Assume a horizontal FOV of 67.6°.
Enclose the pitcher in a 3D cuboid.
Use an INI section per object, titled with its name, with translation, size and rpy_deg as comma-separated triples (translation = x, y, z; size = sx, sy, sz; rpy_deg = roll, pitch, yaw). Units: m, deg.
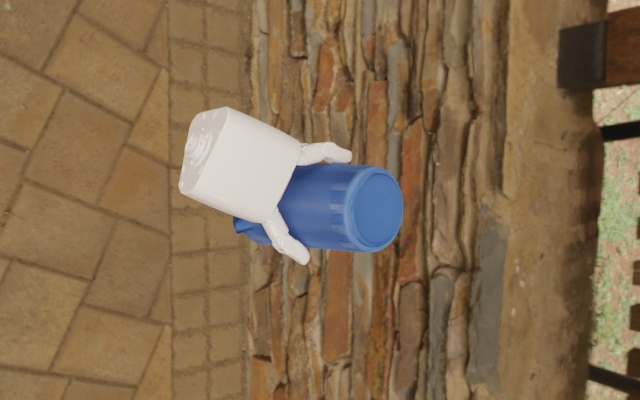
[pitcher]
translation = 0.000, 0.002, 0.679
size = 0.145, 0.149, 0.243
rpy_deg = 26, -15, -38
